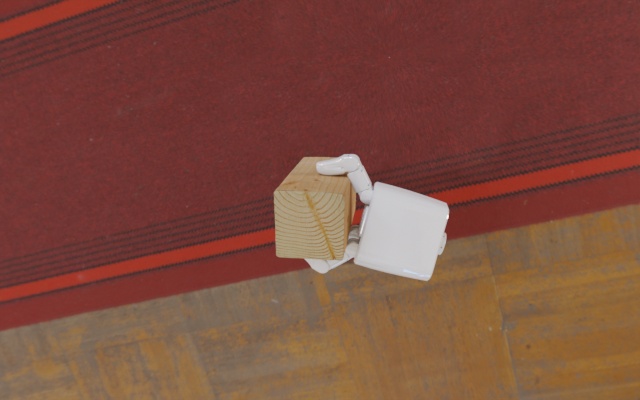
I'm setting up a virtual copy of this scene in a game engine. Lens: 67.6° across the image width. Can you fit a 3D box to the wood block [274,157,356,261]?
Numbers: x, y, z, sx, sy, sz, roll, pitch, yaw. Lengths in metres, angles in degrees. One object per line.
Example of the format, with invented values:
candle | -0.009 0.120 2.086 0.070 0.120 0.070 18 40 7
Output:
wood block | 0.000 0.002 0.690 0.090 0.091 0.206 3 17 7
